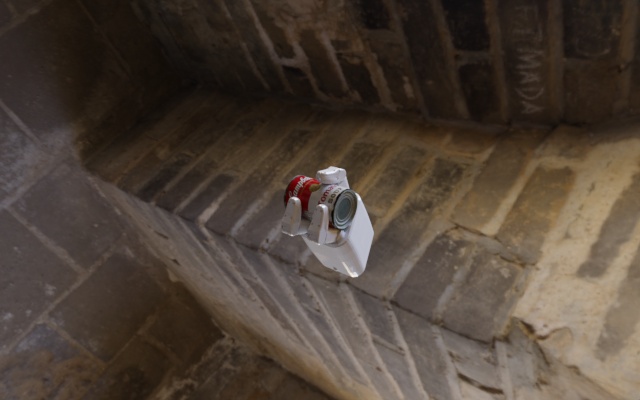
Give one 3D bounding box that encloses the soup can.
[{"bbox_3d":[0.000,0.002,0.773,0.102,0.068,0.068,17,10,35],"label":"soup can"}]
